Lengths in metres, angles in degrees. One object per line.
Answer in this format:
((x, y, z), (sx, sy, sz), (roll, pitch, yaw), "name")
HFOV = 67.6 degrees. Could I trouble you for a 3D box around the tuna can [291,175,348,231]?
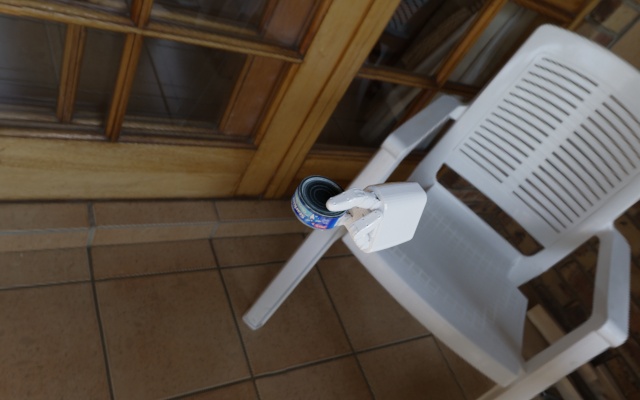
((0.000, 0.002, 0.740), (0.086, 0.086, 0.034), (0, -39, -28), "tuna can")
